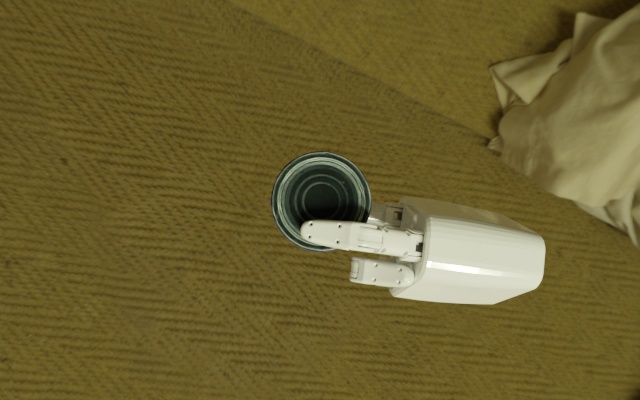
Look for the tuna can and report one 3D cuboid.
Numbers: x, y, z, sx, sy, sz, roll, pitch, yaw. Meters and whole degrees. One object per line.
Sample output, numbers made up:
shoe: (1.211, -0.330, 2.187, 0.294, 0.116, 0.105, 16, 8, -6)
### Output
tuna can: (0.000, 0.001, 0.410, 0.086, 0.086, 0.034, 0, -2, -3)
